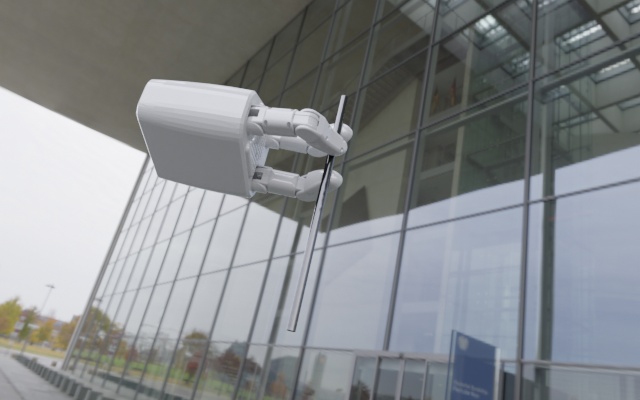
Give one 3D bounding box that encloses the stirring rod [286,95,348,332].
[{"bbox_3d":[0.000,0.002,0.447,0.011,0.239,0.011,11,-23,5],"label":"stirring rod"}]
